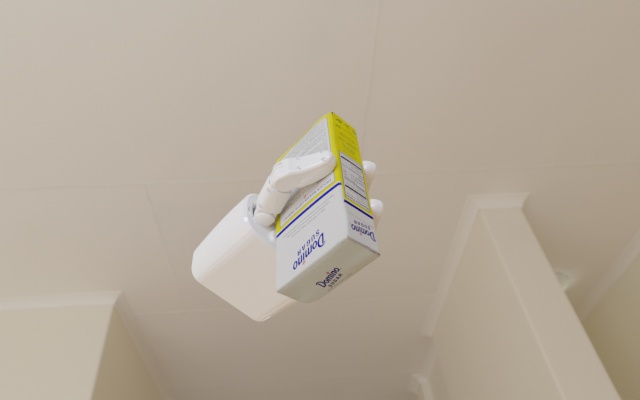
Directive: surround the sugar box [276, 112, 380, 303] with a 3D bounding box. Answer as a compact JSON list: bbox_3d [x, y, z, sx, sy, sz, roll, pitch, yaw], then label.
[{"bbox_3d":[0.000,0.002,0.459,0.048,0.176,0.093,29,-54,-32],"label":"sugar box"}]
